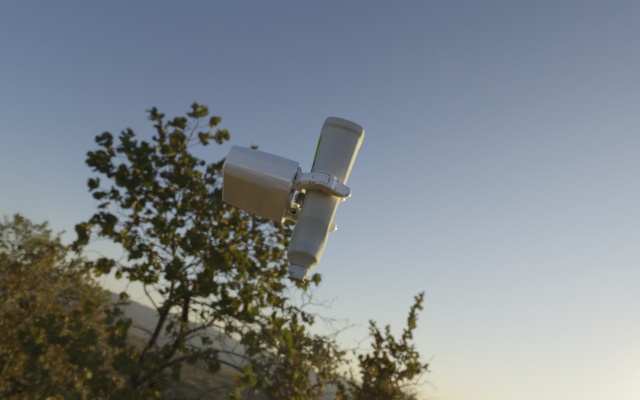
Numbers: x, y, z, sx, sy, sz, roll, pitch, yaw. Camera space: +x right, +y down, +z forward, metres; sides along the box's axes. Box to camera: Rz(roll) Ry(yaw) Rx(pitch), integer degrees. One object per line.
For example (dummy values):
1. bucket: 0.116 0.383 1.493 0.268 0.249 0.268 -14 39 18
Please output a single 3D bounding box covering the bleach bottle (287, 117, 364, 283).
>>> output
1. bleach bottle: 0.000 0.002 0.740 0.068 0.250 0.103 18 -19 -1
